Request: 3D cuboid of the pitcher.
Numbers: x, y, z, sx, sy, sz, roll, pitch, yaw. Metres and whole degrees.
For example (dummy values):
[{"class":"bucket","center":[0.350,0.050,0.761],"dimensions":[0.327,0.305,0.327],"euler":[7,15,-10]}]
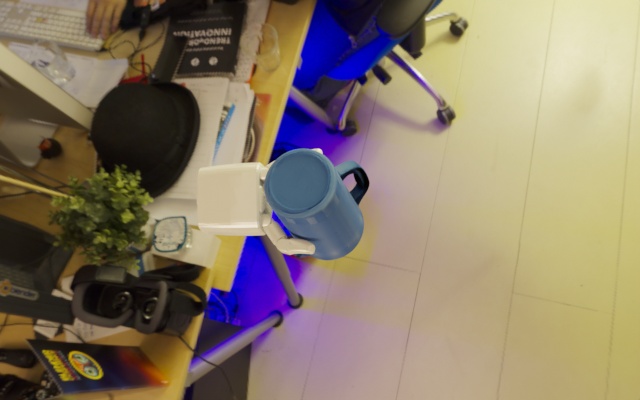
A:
[{"class":"pitcher","center":[0.000,0.003,0.783],"dimensions":[0.145,0.149,0.243],"euler":[-1,-18,11]}]
